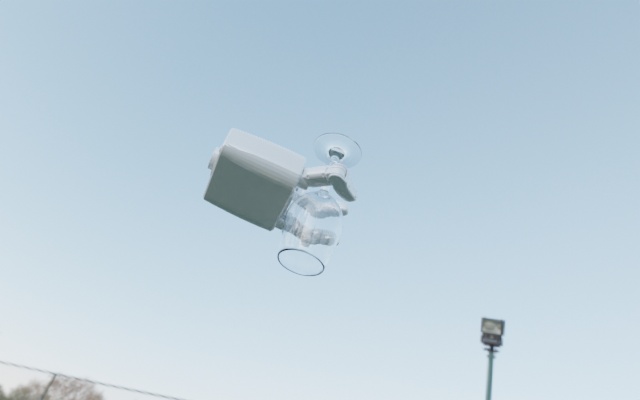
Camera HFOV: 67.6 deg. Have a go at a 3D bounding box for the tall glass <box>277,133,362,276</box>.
[{"bbox_3d":[0.000,0.002,0.653,0.079,0.201,0.079,11,-37,9],"label":"tall glass"}]
